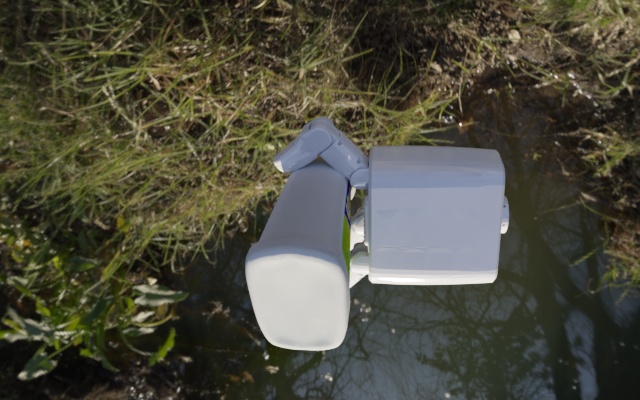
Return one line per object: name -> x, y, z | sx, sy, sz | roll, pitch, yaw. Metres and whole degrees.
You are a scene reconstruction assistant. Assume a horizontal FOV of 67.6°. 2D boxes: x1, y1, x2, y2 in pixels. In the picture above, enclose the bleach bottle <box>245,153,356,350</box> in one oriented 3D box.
bleach bottle -> 0.000, 0.001, 0.422 | 0.068, 0.103, 0.250 | 1, 35, 8
